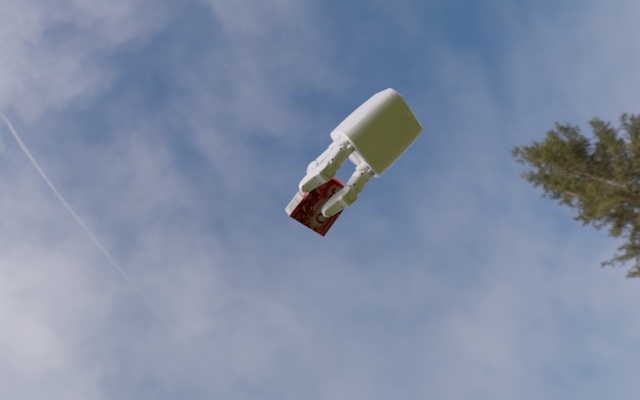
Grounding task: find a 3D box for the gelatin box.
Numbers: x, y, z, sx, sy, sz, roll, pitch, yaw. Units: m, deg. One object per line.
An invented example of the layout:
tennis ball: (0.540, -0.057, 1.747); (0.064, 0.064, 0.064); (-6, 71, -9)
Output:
gelatin box: (0.000, 0.003, 0.754); (0.073, 0.089, 0.030); (33, 9, -28)
